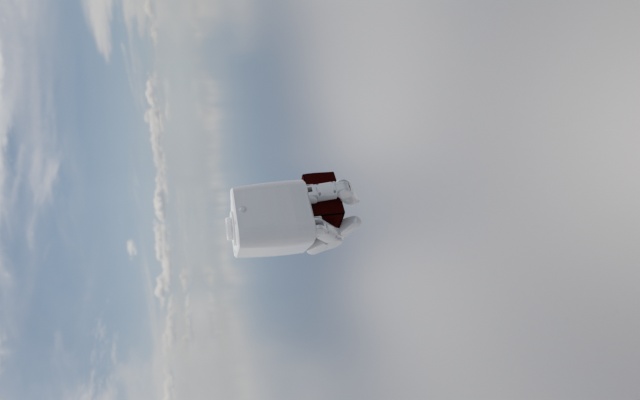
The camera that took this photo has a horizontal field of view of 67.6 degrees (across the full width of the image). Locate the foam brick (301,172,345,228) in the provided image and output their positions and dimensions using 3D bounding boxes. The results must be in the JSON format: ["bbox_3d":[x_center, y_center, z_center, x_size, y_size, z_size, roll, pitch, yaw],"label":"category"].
[{"bbox_3d":[0.000,0.002,0.724,0.051,0.078,0.053,-5,-32,-14],"label":"foam brick"}]
